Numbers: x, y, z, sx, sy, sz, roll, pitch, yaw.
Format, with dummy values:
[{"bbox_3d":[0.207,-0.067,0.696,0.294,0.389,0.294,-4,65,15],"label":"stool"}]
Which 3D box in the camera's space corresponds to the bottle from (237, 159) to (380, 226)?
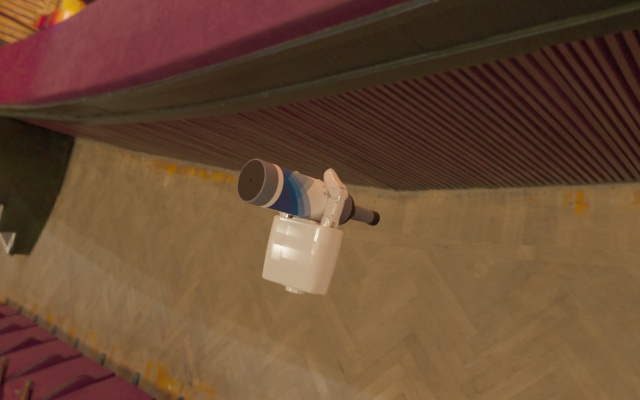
[{"bbox_3d":[0.000,0.002,0.794,0.069,0.069,0.296,0,-13,45],"label":"bottle"}]
